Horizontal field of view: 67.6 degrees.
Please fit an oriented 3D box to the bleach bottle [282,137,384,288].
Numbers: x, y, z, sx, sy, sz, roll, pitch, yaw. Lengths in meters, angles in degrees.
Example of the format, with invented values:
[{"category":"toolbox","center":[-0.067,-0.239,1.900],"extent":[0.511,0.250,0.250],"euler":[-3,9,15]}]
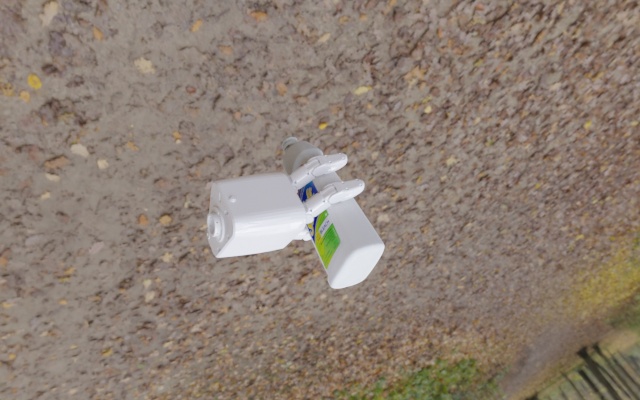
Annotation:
[{"category":"bleach bottle","center":[0.000,0.002,0.729],"extent":[0.068,0.250,0.103],"euler":[-8,-39,-32]}]
